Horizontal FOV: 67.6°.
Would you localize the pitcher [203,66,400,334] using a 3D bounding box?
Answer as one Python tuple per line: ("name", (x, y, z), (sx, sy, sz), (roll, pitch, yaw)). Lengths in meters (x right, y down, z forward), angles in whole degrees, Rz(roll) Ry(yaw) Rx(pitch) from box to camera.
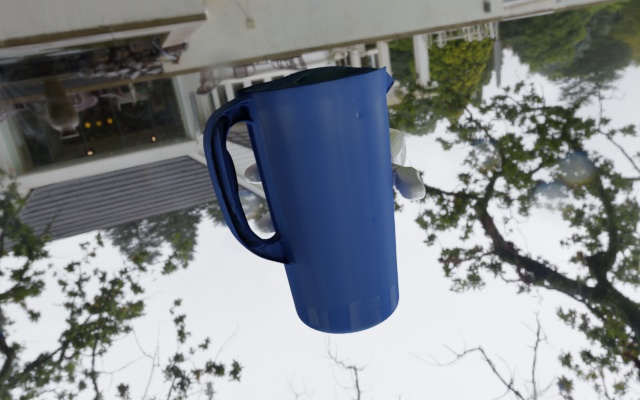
("pitcher", (0.000, 0.001, 0.452), (0.149, 0.243, 0.145), (-4, 19, 18))
